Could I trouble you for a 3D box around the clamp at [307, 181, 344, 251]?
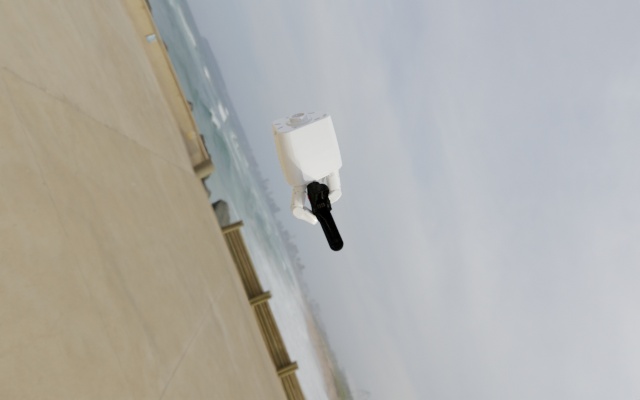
[{"bbox_3d":[0.001,0.003,0.849,0.039,0.120,0.171,-13,27,-11],"label":"clamp"}]
